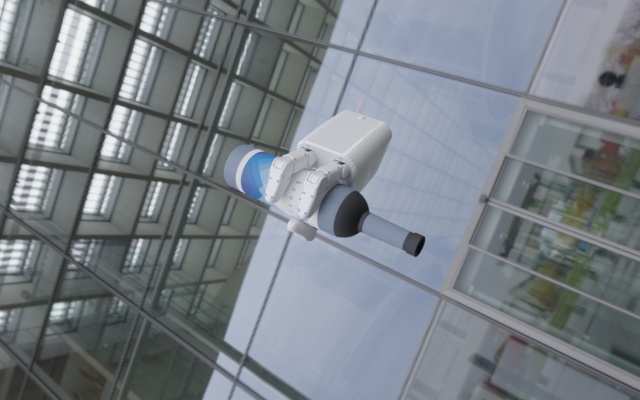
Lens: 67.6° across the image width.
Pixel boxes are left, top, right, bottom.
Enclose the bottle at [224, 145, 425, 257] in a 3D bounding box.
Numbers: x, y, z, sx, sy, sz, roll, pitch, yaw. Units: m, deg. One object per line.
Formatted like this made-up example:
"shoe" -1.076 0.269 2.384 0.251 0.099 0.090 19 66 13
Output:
"bottle" 0.000 0.002 0.636 0.295 0.069 0.069 24 12 28
